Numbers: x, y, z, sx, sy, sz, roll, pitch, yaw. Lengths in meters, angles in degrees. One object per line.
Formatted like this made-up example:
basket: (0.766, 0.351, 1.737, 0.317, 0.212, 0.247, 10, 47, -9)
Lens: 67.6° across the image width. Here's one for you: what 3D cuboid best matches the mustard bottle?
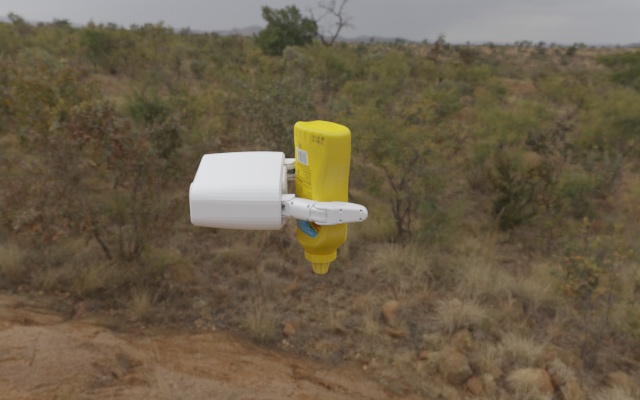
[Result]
mustard bottle: (0.000, 0.002, 0.594, 0.058, 0.192, 0.096, -8, 20, -25)
